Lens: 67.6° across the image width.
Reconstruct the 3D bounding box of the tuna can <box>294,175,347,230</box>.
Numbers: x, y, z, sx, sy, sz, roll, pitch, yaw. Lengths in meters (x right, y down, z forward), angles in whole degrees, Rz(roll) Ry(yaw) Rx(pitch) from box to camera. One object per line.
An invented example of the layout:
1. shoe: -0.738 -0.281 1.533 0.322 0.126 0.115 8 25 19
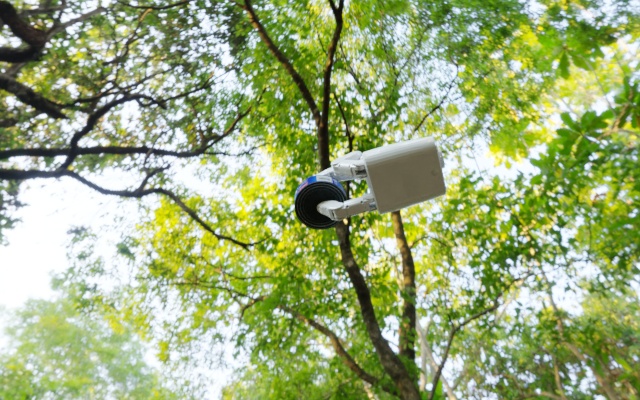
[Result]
1. tuna can: 0.000 0.002 0.775 0.086 0.086 0.033 0 25 -3
